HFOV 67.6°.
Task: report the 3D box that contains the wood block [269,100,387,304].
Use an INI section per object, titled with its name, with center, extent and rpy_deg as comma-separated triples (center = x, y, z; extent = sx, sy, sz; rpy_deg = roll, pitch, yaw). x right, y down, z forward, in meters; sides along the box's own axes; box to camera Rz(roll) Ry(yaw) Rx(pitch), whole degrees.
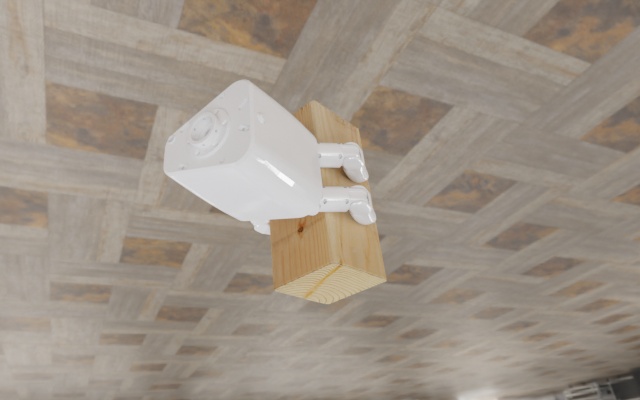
[wood block]
center = 0.000, 0.002, 0.555
extent = 0.091, 0.206, 0.090
rpy_deg = -29, -37, 34
